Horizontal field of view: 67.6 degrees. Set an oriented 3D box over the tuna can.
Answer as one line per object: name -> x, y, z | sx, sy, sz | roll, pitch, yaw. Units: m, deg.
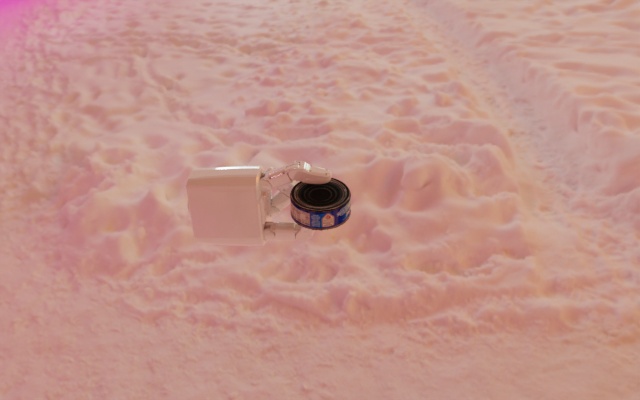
tuna can -> 0.000, 0.002, 0.666 | 0.086, 0.034, 0.086 | -1, 36, 0
